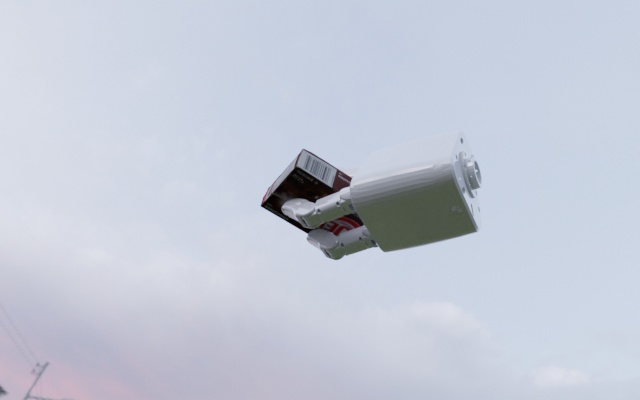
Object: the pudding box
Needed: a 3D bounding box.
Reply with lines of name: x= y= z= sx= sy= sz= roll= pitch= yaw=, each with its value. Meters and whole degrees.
pudding box: x=0.000 y=0.002 z=0.561 sx=0.113 sy=0.039 sz=0.090 roll=33 pitch=-45 yaw=-13
